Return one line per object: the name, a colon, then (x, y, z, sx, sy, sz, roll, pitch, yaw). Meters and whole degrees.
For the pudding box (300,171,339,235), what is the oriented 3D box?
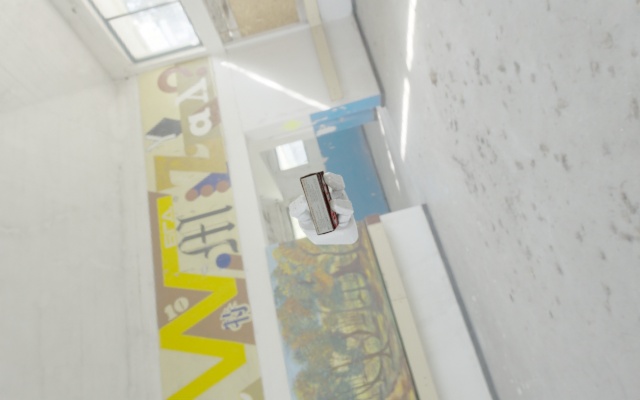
pudding box: (0.000, 0.003, 0.893, 0.039, 0.113, 0.090, -19, 3, 8)
